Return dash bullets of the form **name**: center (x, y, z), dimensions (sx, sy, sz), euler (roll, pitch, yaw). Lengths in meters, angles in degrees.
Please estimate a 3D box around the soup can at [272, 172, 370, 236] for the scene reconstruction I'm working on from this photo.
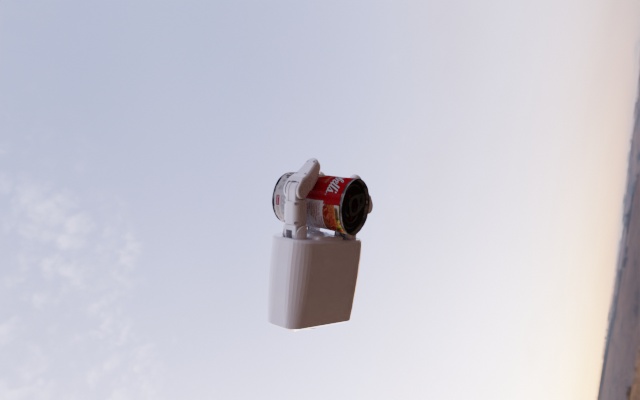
- **soup can**: center (0.000, 0.001, 0.587), dimensions (0.102, 0.068, 0.068), euler (8, 4, 33)
